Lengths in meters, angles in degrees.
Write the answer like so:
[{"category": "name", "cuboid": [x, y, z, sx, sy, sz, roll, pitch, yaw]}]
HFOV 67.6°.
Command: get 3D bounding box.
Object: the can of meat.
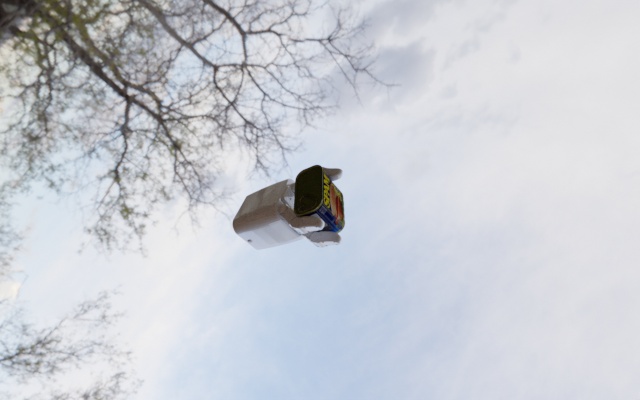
[{"category": "can of meat", "cuboid": [0.000, 0.003, 0.842, 0.057, 0.102, 0.084, -21, -44, 24]}]
